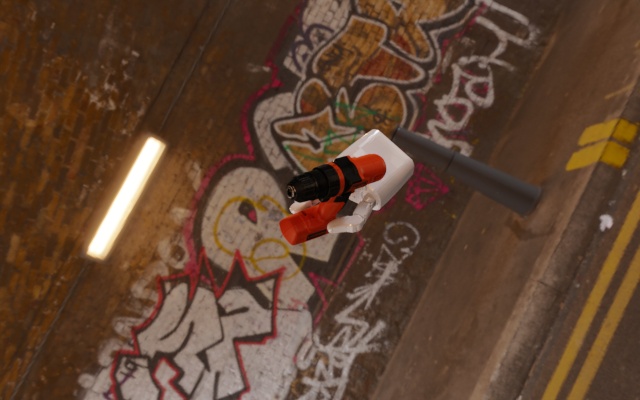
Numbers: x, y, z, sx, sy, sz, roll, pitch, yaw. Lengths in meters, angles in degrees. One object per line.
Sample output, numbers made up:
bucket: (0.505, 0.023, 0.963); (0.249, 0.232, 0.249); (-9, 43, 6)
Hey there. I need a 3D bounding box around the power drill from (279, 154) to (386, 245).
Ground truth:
power drill: (0.000, 0.003, 0.774); (0.184, 0.057, 0.188); (-16, -22, -35)
